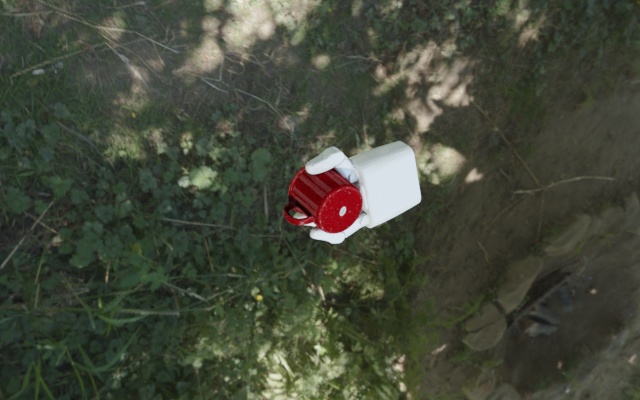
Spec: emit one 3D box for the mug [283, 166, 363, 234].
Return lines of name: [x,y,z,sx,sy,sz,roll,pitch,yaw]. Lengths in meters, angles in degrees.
mug: [-0.001,0.003,0.719,0.117,0.093,0.081,-25,39,-22]
